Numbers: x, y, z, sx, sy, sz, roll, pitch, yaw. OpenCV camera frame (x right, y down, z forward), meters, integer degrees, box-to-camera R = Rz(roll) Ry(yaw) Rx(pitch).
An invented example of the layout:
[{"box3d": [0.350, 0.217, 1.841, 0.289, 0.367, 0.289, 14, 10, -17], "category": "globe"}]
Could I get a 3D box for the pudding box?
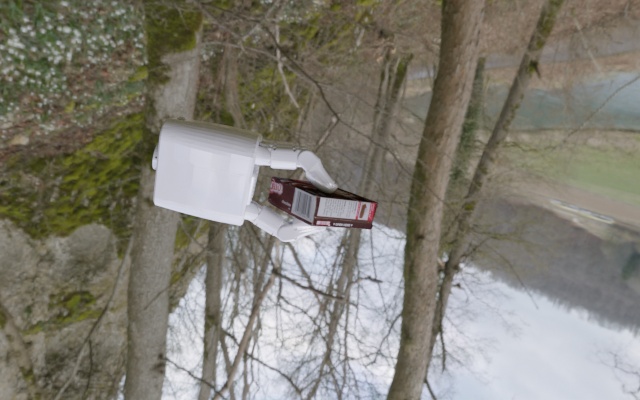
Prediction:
[{"box3d": [0.000, 0.002, 0.585, 0.090, 0.039, 0.113, 5, 13, -34], "category": "pudding box"}]
